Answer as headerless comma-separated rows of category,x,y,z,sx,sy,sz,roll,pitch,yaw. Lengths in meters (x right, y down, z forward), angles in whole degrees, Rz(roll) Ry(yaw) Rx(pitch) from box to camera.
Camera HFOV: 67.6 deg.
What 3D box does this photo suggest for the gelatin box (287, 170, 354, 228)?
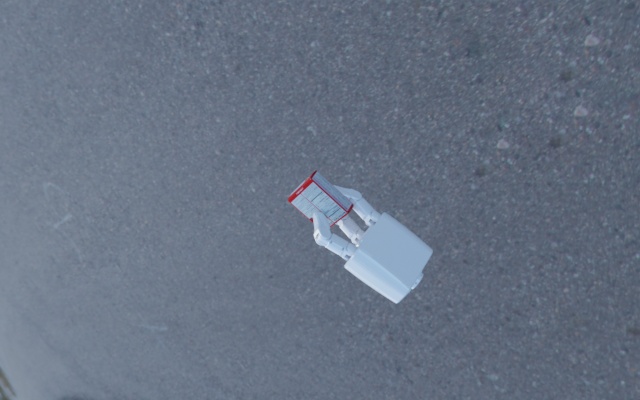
gelatin box,0.000,0.003,0.807,0.073,0.089,0.030,-41,12,42
